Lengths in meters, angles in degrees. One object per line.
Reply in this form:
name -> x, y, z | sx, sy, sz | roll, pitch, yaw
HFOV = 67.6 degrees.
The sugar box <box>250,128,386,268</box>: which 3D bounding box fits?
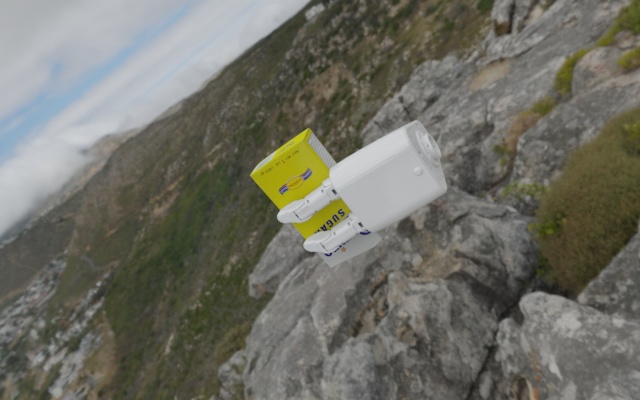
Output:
sugar box -> 0.000, 0.002, 0.633 | 0.093, 0.176, 0.048 | -31, 19, 26
